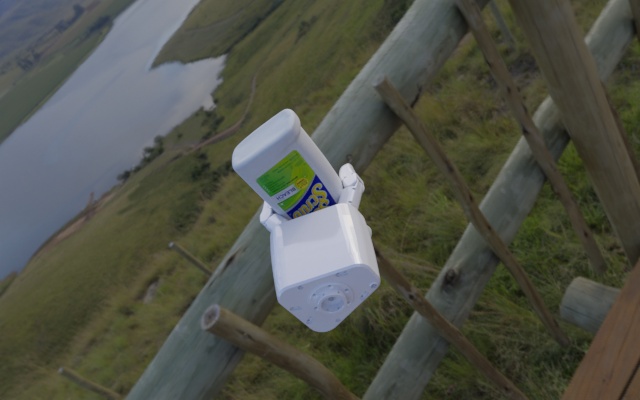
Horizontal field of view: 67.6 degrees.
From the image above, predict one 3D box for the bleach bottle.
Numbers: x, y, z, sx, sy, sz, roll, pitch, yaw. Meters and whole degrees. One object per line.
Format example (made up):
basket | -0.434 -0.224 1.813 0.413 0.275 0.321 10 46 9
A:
bleach bottle | 0.000 0.002 0.640 0.102 0.251 0.068 -34 33 15
